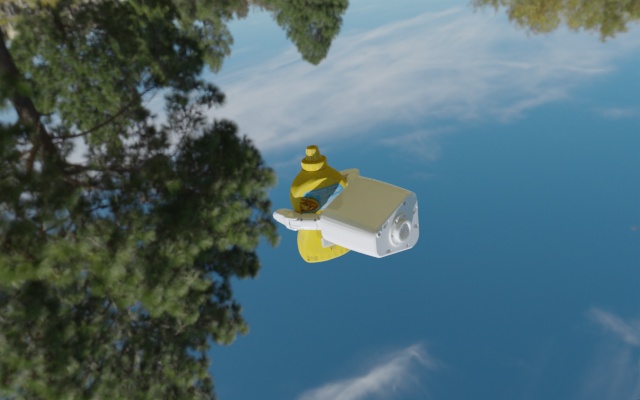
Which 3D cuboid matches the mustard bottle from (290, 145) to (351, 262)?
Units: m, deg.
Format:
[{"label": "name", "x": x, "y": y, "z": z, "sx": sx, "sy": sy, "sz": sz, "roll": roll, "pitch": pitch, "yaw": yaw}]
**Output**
[{"label": "mustard bottle", "x": 0.000, "y": 0.003, "z": 0.780, "sx": 0.096, "sy": 0.192, "sz": 0.058, "roll": -16, "pitch": 26, "yaw": -15}]
